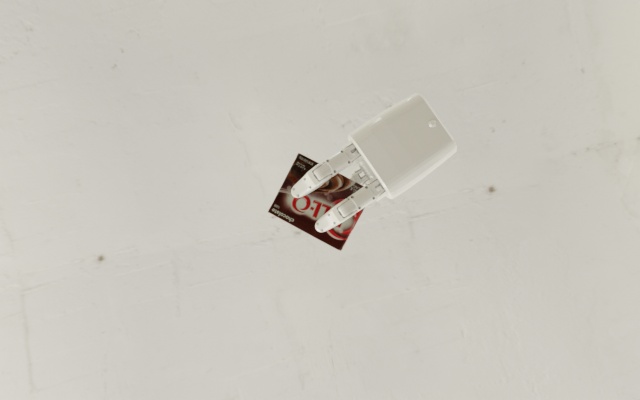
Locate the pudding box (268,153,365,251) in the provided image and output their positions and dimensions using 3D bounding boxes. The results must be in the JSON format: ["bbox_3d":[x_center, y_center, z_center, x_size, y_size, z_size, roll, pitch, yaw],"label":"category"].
[{"bbox_3d":[0.000,0.002,0.642,0.113,0.090,0.039,28,1,5],"label":"pudding box"}]
